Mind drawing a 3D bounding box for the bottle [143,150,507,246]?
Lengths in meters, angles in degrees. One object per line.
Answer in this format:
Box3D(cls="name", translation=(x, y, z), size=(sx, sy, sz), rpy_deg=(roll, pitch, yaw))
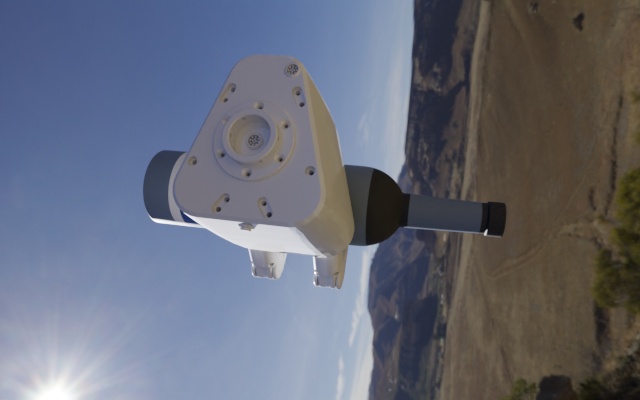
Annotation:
Box3D(cls="bottle", translation=(0.000, 0.001, 0.405), size=(0.295, 0.069, 0.069), rpy_deg=(6, 1, 12))
